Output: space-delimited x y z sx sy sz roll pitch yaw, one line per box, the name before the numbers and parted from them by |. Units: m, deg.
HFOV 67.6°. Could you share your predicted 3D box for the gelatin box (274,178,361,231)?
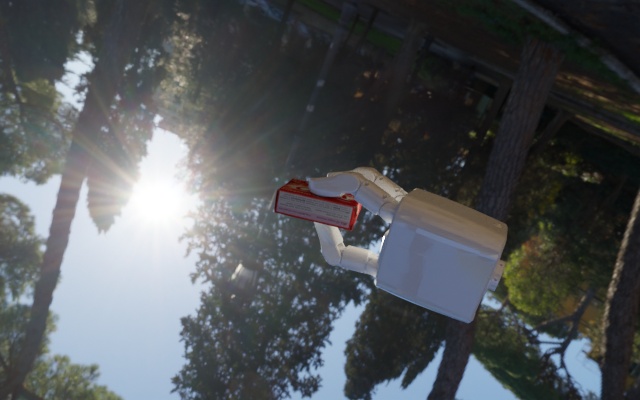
gelatin box | 0.000 0.002 0.538 0.089 0.030 0.073 12 14 7
